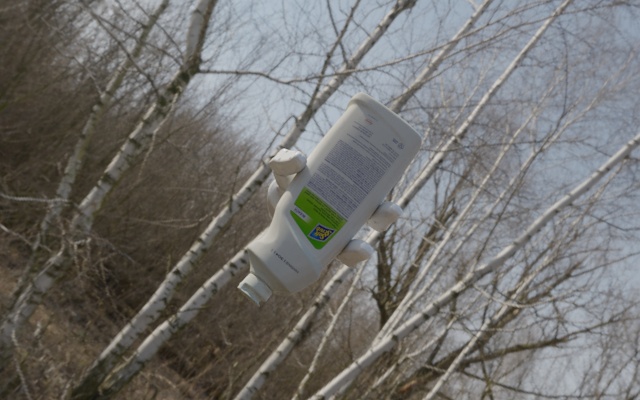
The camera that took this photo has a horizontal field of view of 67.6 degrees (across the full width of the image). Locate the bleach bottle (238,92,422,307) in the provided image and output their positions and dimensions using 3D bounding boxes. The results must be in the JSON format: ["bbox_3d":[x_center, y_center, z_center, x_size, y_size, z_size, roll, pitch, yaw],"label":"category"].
[{"bbox_3d":[0.000,0.002,0.513,0.102,0.250,0.068,38,-19,9],"label":"bleach bottle"}]
